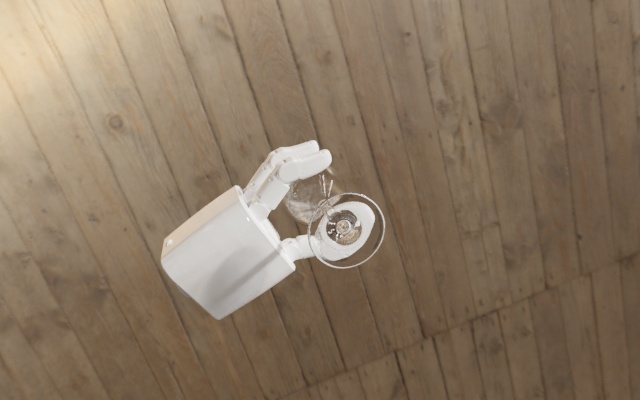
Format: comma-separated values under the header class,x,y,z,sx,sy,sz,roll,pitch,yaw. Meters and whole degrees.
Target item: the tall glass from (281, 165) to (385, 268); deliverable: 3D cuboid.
class,x,y,z,sx,sy,sz,roll,pitch,yaw
tall glass,0.000,0.002,0.530,0.079,0.079,0.201,0,16,-14
